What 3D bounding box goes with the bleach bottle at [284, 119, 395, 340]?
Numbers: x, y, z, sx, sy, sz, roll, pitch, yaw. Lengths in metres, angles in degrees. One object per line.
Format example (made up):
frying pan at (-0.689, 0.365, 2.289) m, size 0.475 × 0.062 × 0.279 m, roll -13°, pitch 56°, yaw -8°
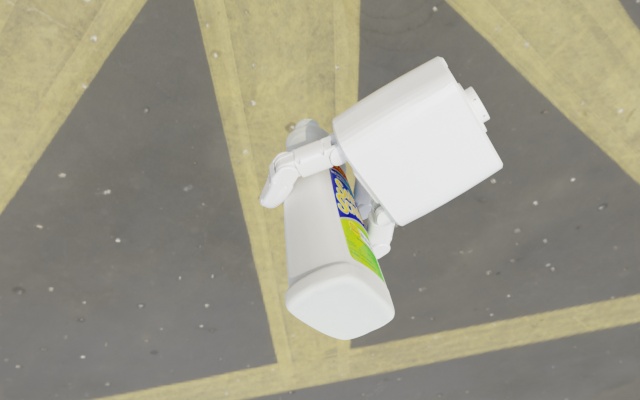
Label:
bleach bottle at (0.000, 0.002, 0.468) m, size 0.068 × 0.250 × 0.103 m, roll -29°, pitch -45°, yaw 18°
